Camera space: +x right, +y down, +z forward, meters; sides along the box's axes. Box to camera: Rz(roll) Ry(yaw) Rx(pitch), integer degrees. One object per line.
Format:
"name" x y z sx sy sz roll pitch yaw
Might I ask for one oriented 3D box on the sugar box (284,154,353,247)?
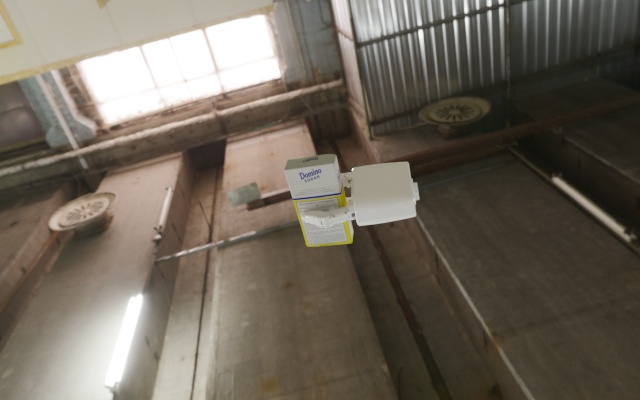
"sugar box" 0.000 0.003 0.886 0.093 0.176 0.048 -6 30 12
